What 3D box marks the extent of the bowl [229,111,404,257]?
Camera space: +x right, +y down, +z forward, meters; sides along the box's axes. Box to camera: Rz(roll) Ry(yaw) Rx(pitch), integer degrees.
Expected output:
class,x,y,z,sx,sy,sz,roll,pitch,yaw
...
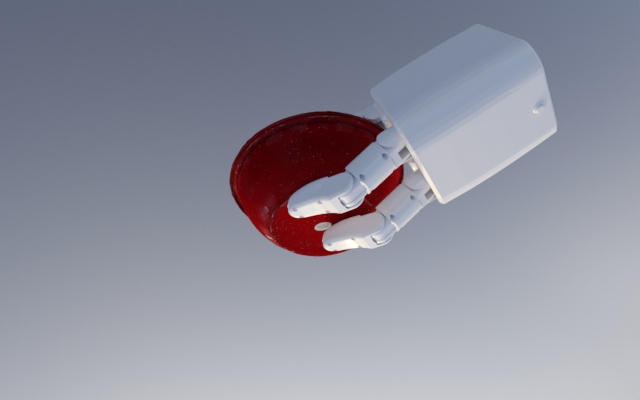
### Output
class,x,y,z,sx,sy,sz,roll,pitch,yaw
bowl,-0.001,0.002,0.427,0.162,0.055,0.162,-4,-42,-4
